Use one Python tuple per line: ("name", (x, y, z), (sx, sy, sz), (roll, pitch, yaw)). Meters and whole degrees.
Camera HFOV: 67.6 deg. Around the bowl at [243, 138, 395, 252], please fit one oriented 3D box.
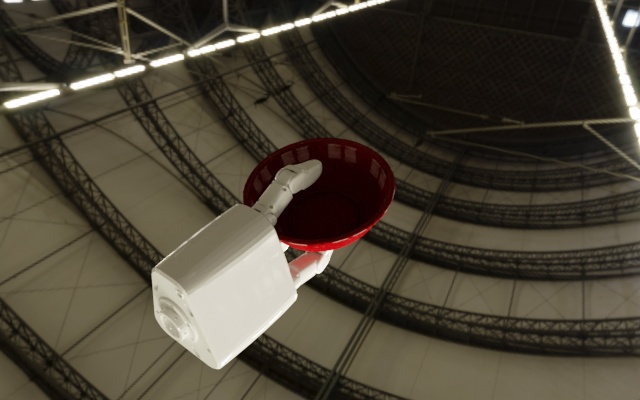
("bowl", (0.001, 0.001, 0.524), (0.162, 0.162, 0.055), (0, -44, 9))
